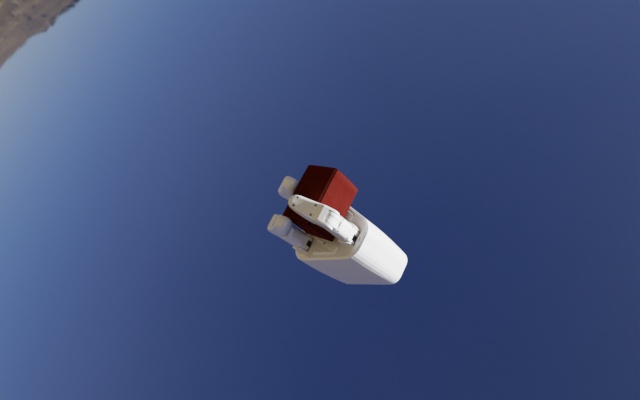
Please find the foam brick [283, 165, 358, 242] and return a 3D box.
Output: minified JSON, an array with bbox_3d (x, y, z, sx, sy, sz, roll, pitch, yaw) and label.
[{"bbox_3d":[0.000,0.002,0.599,0.053,0.078,0.051,15,-17,47],"label":"foam brick"}]
